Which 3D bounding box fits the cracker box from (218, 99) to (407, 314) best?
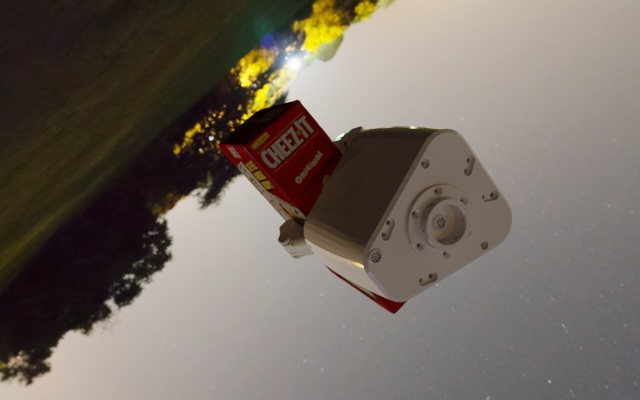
[{"bbox_3d":[0.000,0.002,0.496,0.072,0.214,0.164,-44,19,-10],"label":"cracker box"}]
